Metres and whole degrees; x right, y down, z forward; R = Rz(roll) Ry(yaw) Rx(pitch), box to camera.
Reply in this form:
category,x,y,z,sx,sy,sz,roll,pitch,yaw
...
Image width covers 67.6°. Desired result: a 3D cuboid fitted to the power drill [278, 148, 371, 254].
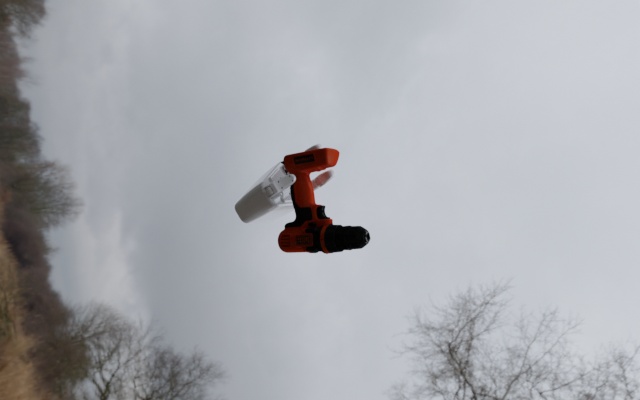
category,x,y,z,sx,sy,sz,roll,pitch,yaw
power drill,0.000,0.002,0.865,0.184,0.187,0.057,-6,-7,30
